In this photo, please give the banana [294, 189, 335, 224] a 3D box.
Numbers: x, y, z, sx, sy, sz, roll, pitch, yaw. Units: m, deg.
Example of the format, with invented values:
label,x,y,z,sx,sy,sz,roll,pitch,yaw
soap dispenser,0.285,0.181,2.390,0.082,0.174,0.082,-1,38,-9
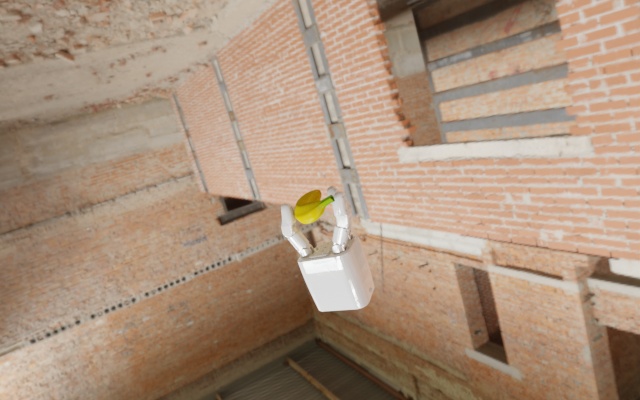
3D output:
label,x,y,z,sx,sy,sz,roll,pitch,yaw
banana,-0.016,0.011,0.861,0.069,0.037,0.198,-26,9,-5
